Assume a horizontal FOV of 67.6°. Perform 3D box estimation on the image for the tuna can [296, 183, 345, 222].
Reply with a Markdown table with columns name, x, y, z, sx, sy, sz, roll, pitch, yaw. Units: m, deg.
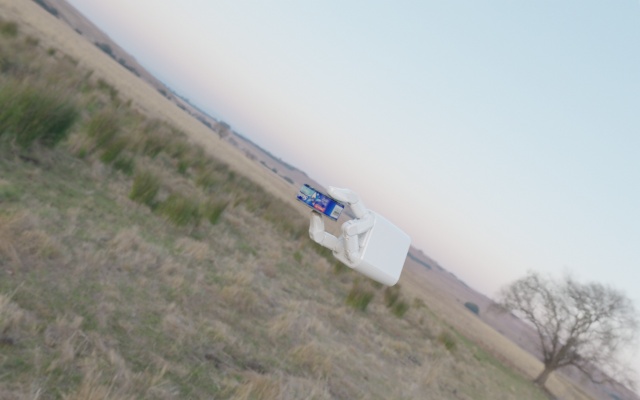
| name | x | y | z | sx | sy | sz | roll | pitch | yaw |
| --- | --- | --- | --- | --- | --- | --- | --- | --- | --- |
| tuna can | 0.000 | 0.002 | 0.861 | 0.086 | 0.034 | 0.086 | 30 | 2 | -1 |
